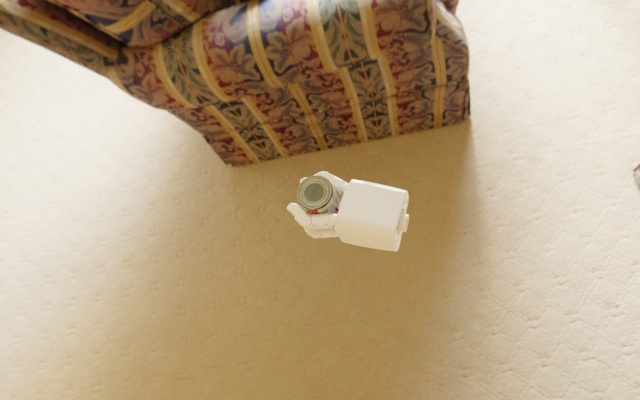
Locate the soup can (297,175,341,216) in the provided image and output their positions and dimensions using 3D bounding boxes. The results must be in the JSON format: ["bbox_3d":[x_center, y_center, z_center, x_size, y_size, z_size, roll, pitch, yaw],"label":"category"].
[{"bbox_3d":[0.000,0.003,0.886,0.068,0.068,0.102,0,-21,14],"label":"soup can"}]
